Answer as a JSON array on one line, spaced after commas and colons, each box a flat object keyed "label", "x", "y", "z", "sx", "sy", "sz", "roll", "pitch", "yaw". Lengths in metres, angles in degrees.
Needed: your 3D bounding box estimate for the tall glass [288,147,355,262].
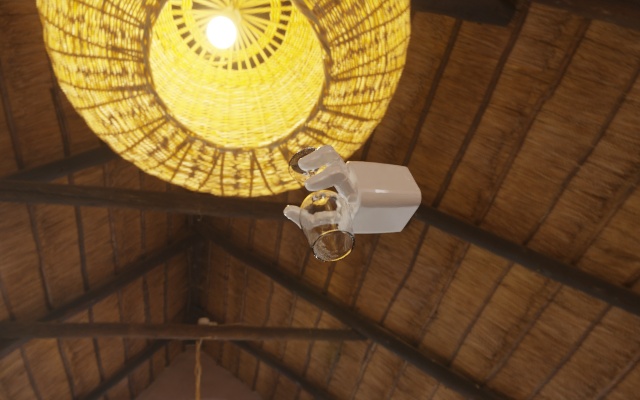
[{"label": "tall glass", "x": 0.000, "y": 0.002, "z": 0.745, "sx": 0.079, "sy": 0.079, "sz": 0.201, "roll": 0, "pitch": 39, "yaw": -14}]
